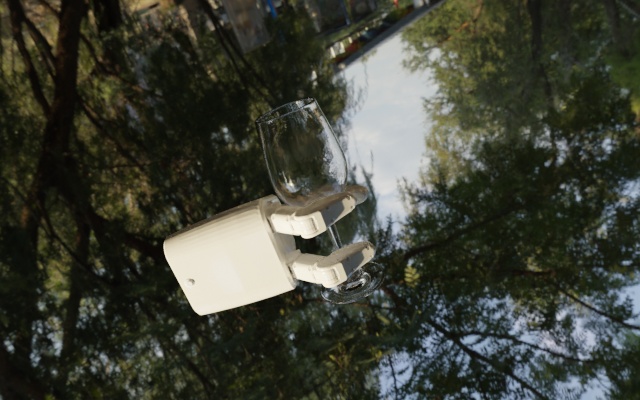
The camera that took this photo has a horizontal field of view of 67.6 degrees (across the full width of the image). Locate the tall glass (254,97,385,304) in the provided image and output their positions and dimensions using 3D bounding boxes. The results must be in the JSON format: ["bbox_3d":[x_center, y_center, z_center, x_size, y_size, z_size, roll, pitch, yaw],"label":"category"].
[{"bbox_3d":[0.000,0.002,0.483,0.079,0.201,0.079,-19,20,7],"label":"tall glass"}]
